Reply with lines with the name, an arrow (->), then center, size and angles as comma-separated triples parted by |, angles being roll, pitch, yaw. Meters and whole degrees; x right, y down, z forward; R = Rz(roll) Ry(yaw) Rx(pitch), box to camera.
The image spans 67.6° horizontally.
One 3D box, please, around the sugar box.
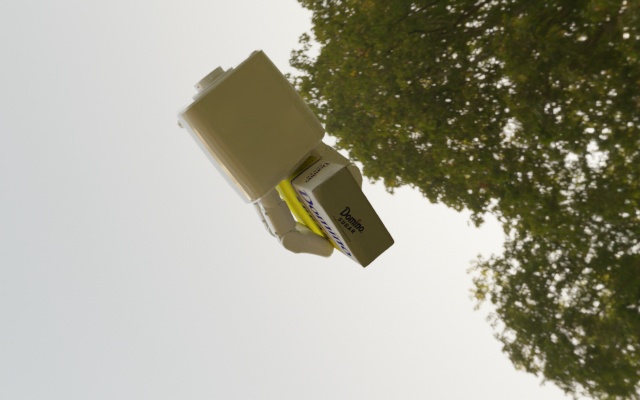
sugar box -> 0.000, 0.002, 0.500 | 0.048, 0.093, 0.176 | -38, 20, -8
